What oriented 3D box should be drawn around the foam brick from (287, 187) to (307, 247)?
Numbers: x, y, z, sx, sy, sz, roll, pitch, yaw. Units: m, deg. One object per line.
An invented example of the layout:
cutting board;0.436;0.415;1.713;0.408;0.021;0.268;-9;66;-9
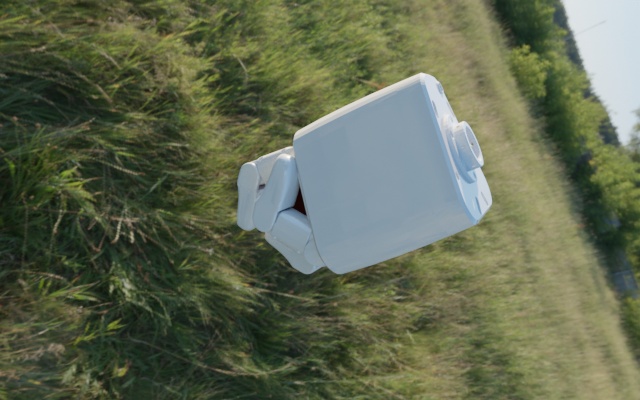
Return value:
foam brick;0.000;0.001;0.418;0.051;0.053;0.078;-23;-2;29
